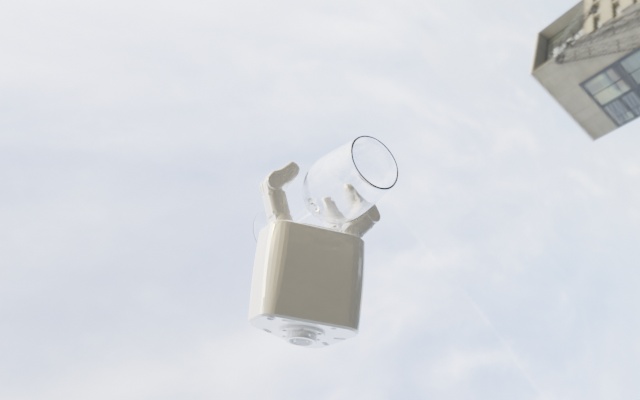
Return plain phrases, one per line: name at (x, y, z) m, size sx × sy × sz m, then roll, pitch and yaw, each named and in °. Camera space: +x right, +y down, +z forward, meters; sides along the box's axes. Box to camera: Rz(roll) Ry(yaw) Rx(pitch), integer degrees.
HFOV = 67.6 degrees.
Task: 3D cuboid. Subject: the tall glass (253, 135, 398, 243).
tall glass at (0.000, 0.002, 0.552) m, size 0.079 × 0.079 × 0.201 m, roll 0°, pitch -25°, yaw -38°
